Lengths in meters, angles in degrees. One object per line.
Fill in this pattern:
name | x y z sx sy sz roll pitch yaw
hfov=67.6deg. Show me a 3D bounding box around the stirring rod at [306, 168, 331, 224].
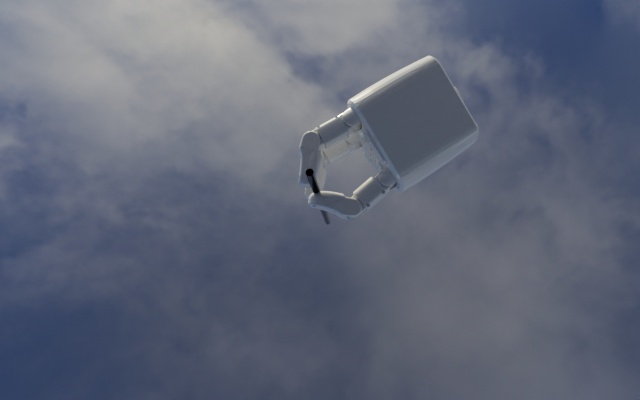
stirring rod | 0.000 0.002 0.577 0.011 0.011 0.239 0 -14 5
